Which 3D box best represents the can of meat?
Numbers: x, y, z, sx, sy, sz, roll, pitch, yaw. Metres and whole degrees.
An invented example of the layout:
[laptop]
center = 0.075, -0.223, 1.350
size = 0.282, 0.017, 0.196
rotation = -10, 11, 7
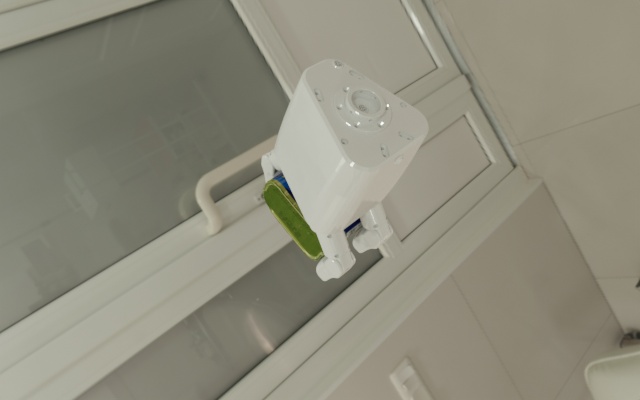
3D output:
[can of meat]
center = 0.000, 0.002, 0.512
size = 0.084, 0.102, 0.057
rotation = -35, -11, -31
